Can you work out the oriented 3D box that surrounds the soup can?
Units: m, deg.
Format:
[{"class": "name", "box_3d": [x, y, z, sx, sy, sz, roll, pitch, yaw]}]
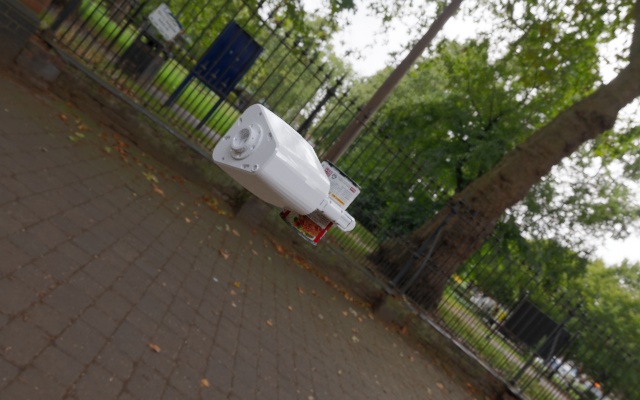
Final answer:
[{"class": "soup can", "box_3d": [0.001, 0.002, 0.668, 0.068, 0.102, 0.068, 40, 2, -1]}]
